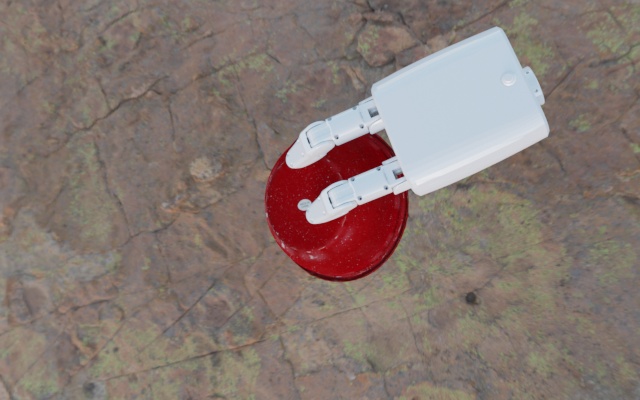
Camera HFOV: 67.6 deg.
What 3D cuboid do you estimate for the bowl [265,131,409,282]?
[{"bbox_3d":[-0.001,0.002,0.461,0.162,0.162,0.055,0,0,33],"label":"bowl"}]
